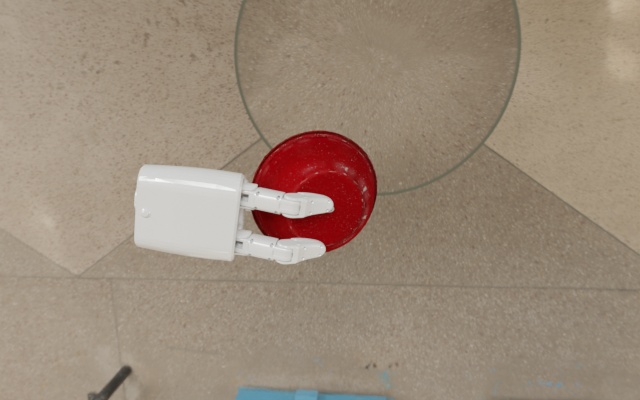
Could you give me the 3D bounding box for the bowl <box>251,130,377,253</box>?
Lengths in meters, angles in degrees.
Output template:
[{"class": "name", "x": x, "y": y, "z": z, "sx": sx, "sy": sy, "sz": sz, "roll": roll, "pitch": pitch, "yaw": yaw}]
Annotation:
[{"class": "bowl", "x": 0.001, "y": 0.002, "z": 0.565, "sx": 0.162, "sy": 0.162, "sz": 0.055, "roll": 0, "pitch": 19, "yaw": -15}]
